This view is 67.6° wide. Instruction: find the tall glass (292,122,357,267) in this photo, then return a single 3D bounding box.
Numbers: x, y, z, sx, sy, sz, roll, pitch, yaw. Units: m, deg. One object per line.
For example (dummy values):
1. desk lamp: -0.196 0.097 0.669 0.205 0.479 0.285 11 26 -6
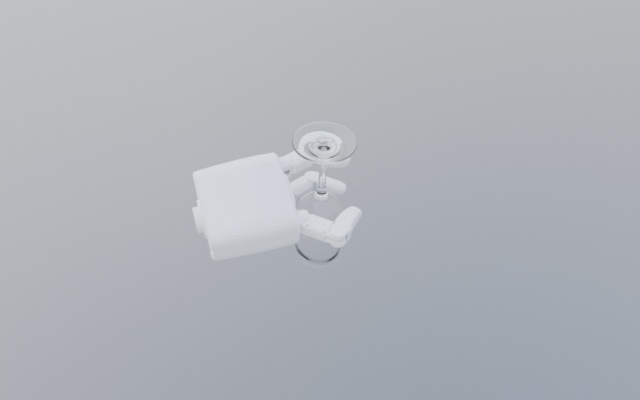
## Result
1. tall glass: 0.000 0.002 0.612 0.079 0.079 0.201 0 -44 -3
